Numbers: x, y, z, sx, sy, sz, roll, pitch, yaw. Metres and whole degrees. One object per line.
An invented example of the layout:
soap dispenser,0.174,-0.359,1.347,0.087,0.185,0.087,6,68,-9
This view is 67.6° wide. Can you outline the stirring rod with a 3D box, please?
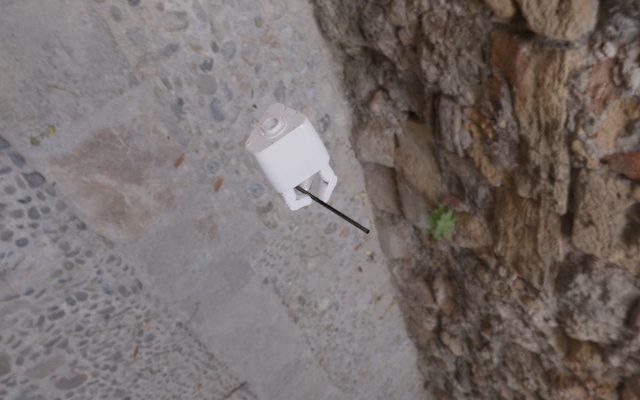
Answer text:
stirring rod,0.000,0.003,0.886,0.239,0.011,0.011,32,21,37
